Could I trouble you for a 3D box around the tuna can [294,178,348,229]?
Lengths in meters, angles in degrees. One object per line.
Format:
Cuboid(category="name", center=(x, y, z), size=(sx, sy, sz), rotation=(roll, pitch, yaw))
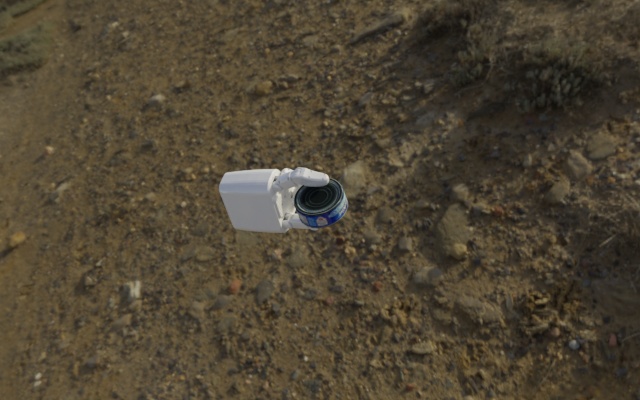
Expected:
Cuboid(category="tuna can", center=(0.000, 0.002, 0.784), size=(0.086, 0.086, 0.034), rotation=(0, -42, 19))
